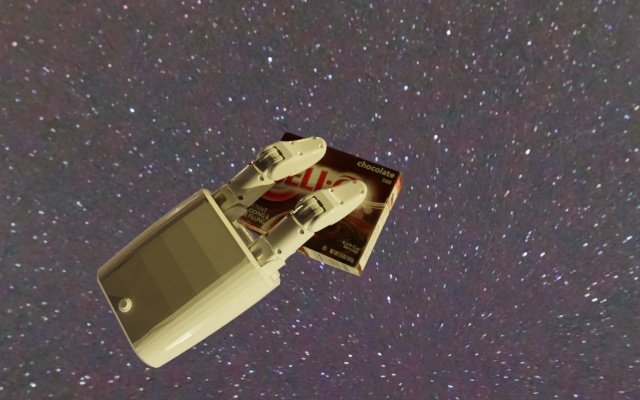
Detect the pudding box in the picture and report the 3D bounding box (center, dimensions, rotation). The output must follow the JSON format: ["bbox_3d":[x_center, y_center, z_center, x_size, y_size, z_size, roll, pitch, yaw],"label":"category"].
[{"bbox_3d":[0.000,0.001,0.404,0.113,0.090,0.039,22,-18,16],"label":"pudding box"}]
